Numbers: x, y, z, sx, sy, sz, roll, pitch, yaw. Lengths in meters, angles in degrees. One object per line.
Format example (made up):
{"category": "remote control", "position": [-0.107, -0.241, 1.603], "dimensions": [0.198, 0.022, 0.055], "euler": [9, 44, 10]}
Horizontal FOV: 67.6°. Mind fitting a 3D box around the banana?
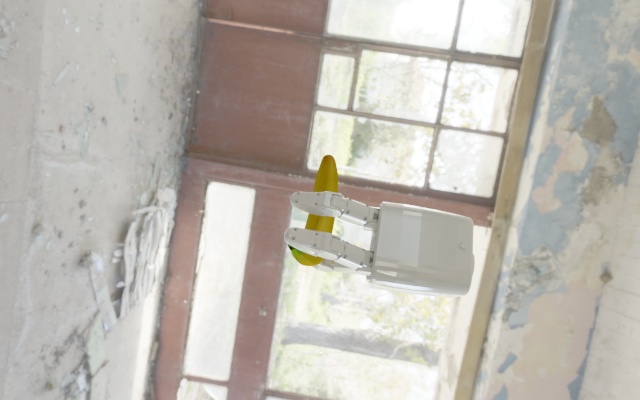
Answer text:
{"category": "banana", "position": [-0.001, 0.019, 0.597], "dimensions": [0.037, 0.070, 0.197], "euler": [7, 37, 7]}
